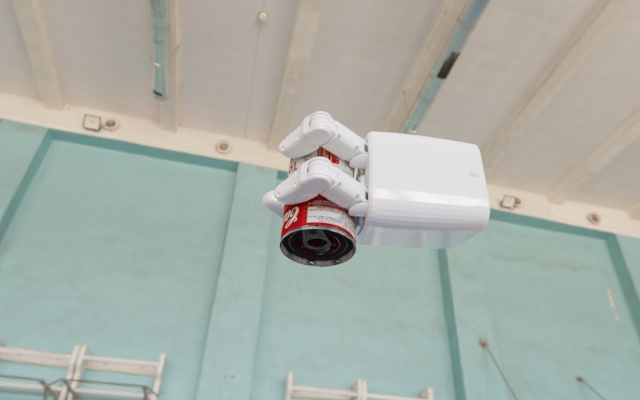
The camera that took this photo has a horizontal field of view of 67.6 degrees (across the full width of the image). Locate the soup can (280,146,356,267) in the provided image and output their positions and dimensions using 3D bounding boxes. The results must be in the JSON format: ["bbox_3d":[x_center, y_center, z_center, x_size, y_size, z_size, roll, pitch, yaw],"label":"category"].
[{"bbox_3d":[0.000,0.001,0.450,0.068,0.102,0.069,2,-35,2],"label":"soup can"}]
